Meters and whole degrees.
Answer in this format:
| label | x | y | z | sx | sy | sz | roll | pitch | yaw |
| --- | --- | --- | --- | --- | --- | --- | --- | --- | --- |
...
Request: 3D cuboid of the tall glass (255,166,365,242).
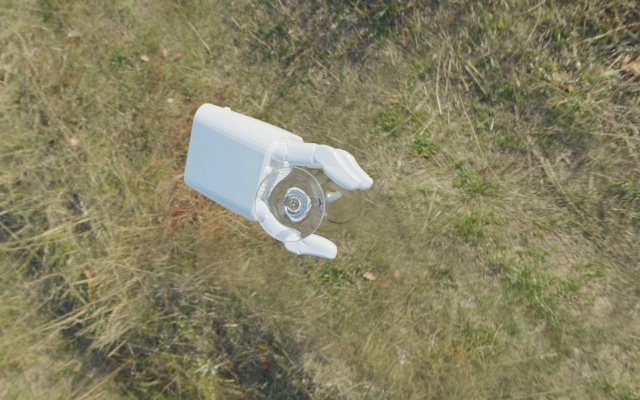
| label | x | y | z | sx | sy | sz | roll | pitch | yaw |
| --- | --- | --- | --- | --- | --- | --- | --- | --- | --- |
| tall glass | 0.000 | 0.002 | 0.560 | 0.079 | 0.079 | 0.201 | 0 | 1 | 19 |
